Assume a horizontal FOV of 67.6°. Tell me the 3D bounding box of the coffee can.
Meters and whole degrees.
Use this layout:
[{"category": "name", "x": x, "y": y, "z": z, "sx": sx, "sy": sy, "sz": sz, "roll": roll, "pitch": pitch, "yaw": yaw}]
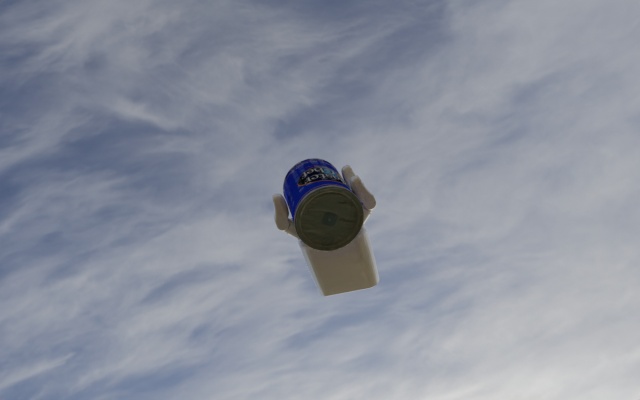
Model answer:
[{"category": "coffee can", "x": 0.000, "y": 0.002, "z": 0.750, "sx": 0.103, "sy": 0.103, "sz": 0.140, "roll": 0, "pitch": 22, "yaw": -12}]
